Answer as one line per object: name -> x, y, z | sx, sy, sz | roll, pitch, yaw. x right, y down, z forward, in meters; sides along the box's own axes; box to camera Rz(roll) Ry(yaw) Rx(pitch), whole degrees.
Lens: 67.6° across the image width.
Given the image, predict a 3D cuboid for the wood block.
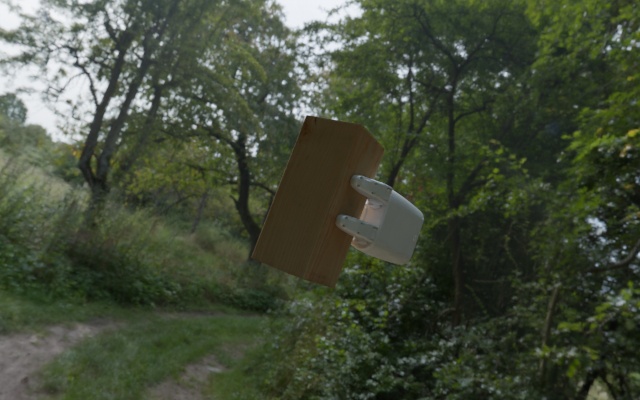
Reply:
wood block -> 0.000, 0.002, 0.646 | 0.091, 0.206, 0.090 | 16, -8, 33
